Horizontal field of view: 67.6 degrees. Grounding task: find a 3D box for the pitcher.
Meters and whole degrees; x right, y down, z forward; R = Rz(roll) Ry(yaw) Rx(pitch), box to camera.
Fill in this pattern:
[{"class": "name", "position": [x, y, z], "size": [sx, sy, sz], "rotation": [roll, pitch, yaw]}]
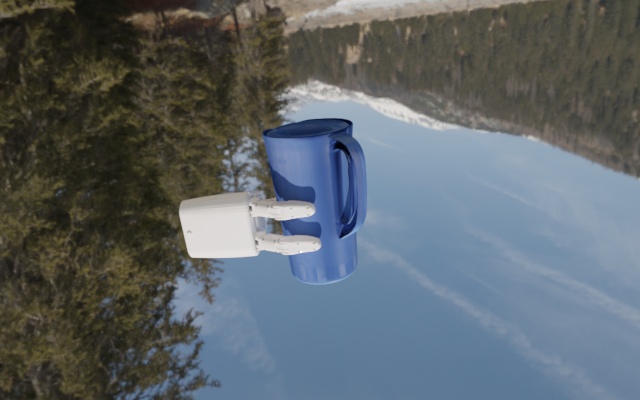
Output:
[{"class": "pitcher", "position": [0.000, 0.002, 0.724], "size": [0.145, 0.243, 0.149], "rotation": [-5, 19, 5]}]
